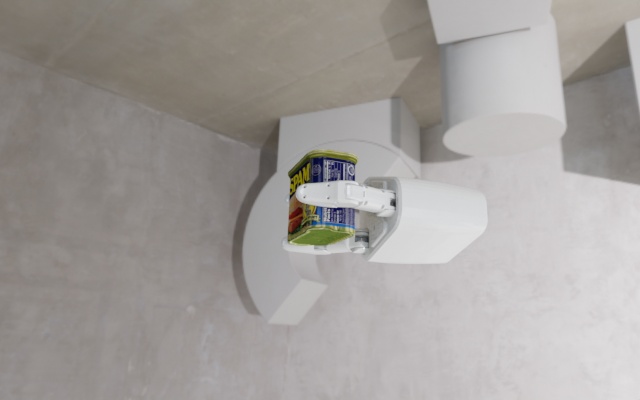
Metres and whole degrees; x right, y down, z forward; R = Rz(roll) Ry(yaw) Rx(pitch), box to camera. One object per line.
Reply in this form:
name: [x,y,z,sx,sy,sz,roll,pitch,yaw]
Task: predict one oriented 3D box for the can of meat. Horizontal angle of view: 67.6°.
can of meat: [0.000,0.002,0.521,0.057,0.084,0.102,7,-16,-20]
